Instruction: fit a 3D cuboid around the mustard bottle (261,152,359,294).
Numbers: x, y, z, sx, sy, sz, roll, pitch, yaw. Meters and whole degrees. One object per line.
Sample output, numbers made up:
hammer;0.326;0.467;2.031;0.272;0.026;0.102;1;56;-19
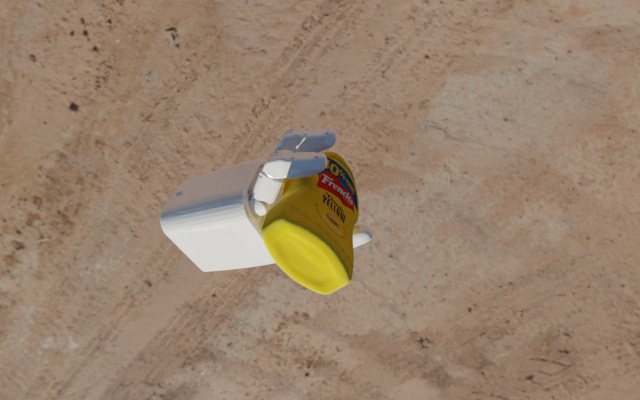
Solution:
mustard bottle;0.000;0.002;0.504;0.058;0.096;0.191;-35;22;27
